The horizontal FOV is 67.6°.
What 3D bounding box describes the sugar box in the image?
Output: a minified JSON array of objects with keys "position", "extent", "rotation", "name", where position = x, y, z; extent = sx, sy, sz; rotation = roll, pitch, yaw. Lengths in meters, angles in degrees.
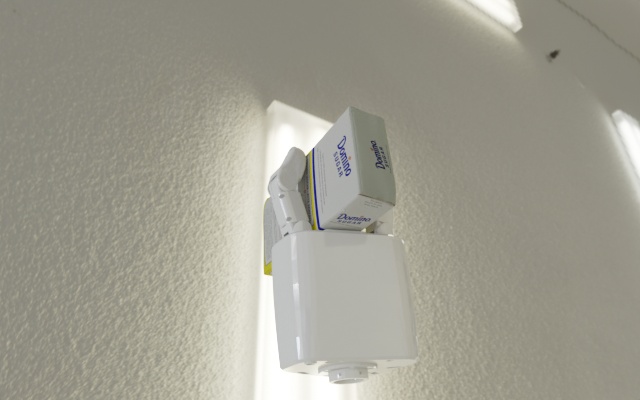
[{"position":[0.000,0.002,0.459],"extent":[0.048,0.093,0.176],"rotation":[15,-35,-30],"name":"sugar box"}]
